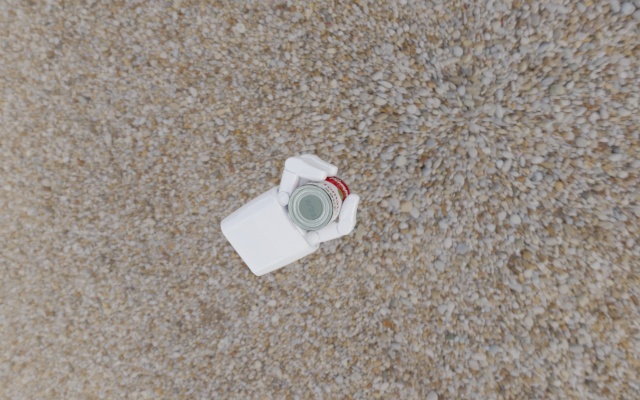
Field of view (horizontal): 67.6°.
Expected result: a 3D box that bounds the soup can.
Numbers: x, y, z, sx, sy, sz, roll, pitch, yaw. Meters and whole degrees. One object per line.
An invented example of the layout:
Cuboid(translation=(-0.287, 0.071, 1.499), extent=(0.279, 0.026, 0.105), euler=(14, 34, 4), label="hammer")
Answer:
Cuboid(translation=(0.000, 0.002, 0.701), extent=(0.068, 0.068, 0.102), euler=(0, 9, 18), label="soup can")
